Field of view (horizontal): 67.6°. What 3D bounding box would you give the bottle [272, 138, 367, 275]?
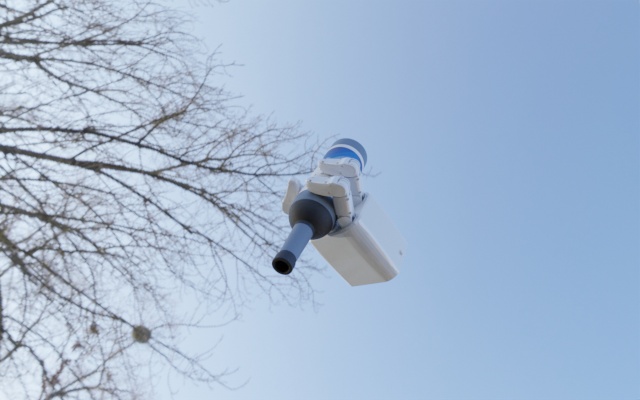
[{"bbox_3d":[0.000,0.002,0.693,0.069,0.069,0.295,0,32,22],"label":"bottle"}]
